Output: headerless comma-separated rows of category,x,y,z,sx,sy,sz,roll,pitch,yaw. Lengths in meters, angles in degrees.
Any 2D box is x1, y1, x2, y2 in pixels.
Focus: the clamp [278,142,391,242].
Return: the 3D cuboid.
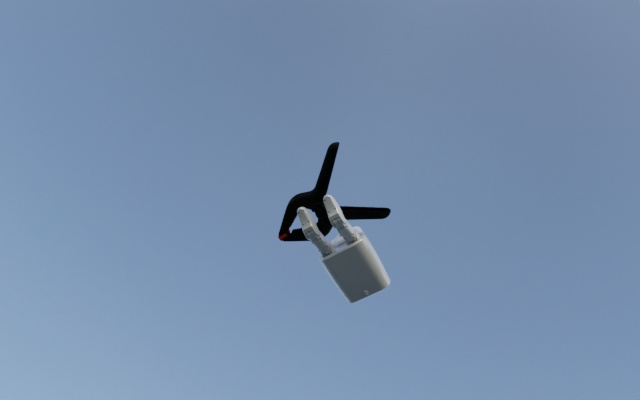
clamp,0.000,0.003,0.878,0.210,0.164,0.036,-29,8,18
